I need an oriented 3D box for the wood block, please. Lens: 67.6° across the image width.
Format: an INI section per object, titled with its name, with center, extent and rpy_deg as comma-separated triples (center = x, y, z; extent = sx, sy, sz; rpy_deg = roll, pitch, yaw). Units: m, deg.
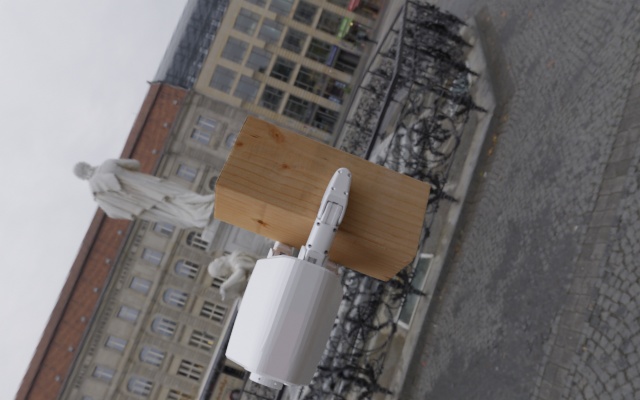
[wood block]
center = 0.000, 0.002, 0.515
extent = 0.206, 0.090, 0.091
rpy_deg = 21, -28, -4
